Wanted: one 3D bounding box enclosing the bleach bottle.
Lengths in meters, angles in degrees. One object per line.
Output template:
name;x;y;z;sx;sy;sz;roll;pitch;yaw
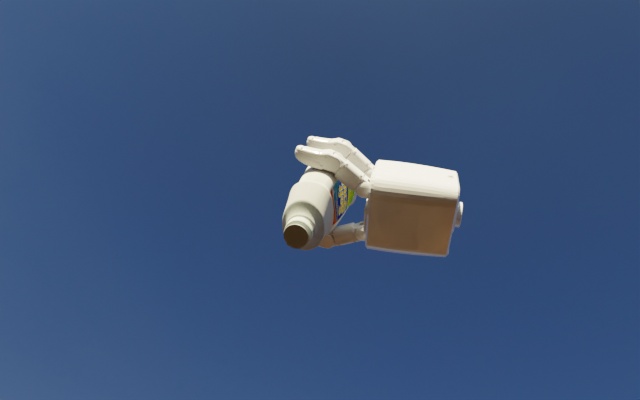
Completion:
bleach bottle;0.000;0.002;0.620;0.068;0.103;0.250;7;22;10
